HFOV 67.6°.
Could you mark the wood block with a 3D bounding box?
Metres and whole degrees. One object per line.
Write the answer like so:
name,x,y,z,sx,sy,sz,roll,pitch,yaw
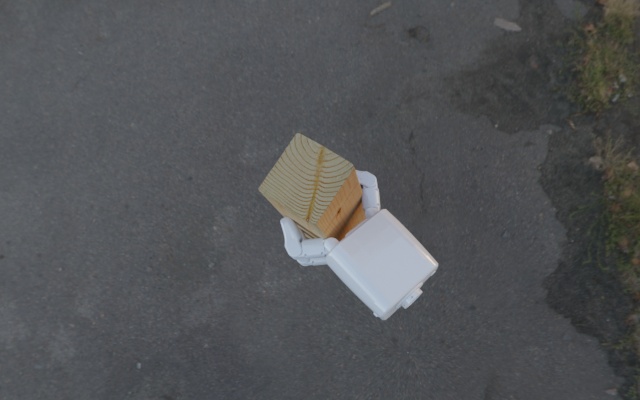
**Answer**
wood block,0.001,0.002,0.673,0.090,0.091,0.206,32,-9,18
